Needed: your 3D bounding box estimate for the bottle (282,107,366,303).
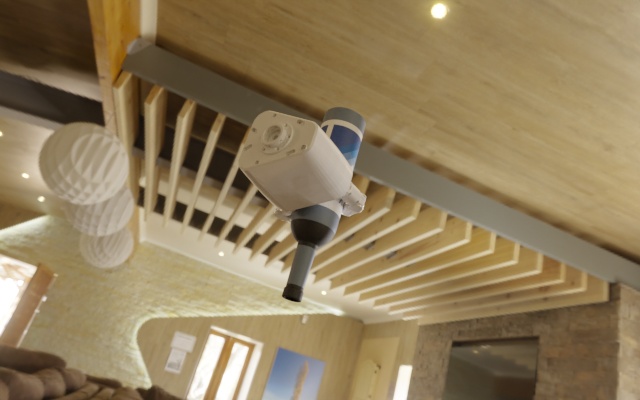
[{"bbox_3d":[0.000,0.002,0.693,0.069,0.295,0.069,14,-24,6],"label":"bottle"}]
